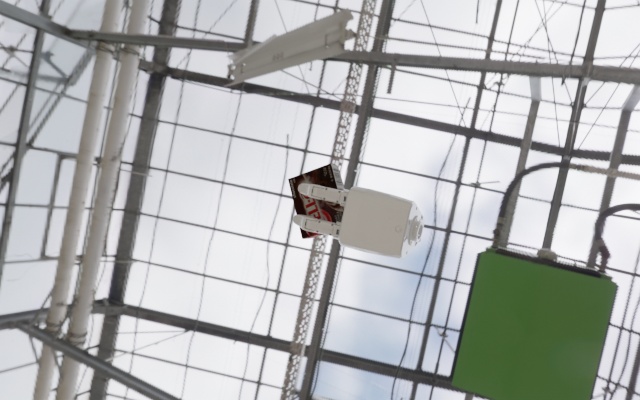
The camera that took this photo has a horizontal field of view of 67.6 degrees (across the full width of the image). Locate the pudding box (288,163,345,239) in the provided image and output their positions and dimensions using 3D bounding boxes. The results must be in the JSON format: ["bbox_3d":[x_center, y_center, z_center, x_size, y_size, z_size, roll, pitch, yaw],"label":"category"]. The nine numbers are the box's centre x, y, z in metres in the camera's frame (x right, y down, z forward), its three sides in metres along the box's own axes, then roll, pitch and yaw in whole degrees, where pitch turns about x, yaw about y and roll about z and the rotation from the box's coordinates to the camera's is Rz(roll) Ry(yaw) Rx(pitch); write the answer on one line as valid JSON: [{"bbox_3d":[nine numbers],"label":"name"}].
[{"bbox_3d":[0.000,0.003,0.828,0.090,0.113,0.039,-18,-12,25],"label":"pudding box"}]
